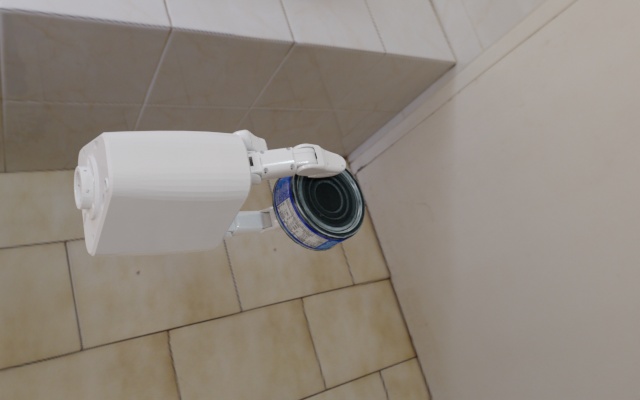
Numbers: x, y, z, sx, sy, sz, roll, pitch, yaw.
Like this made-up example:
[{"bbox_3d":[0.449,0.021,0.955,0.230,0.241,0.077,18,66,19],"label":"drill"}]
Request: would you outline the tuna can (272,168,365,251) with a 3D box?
[{"bbox_3d":[0.000,0.001,0.445,0.086,0.086,0.034,0,-23,-39],"label":"tuna can"}]
